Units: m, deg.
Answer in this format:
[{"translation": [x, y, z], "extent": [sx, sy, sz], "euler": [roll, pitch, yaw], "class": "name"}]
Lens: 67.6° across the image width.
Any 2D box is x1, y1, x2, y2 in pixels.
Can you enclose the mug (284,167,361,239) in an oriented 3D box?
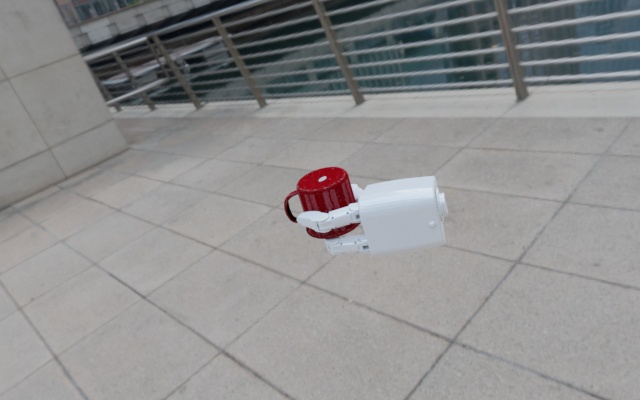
[{"translation": [-0.001, 0.002, 0.739], "extent": [0.117, 0.081, 0.093], "euler": [-10, 27, 14], "class": "mug"}]
